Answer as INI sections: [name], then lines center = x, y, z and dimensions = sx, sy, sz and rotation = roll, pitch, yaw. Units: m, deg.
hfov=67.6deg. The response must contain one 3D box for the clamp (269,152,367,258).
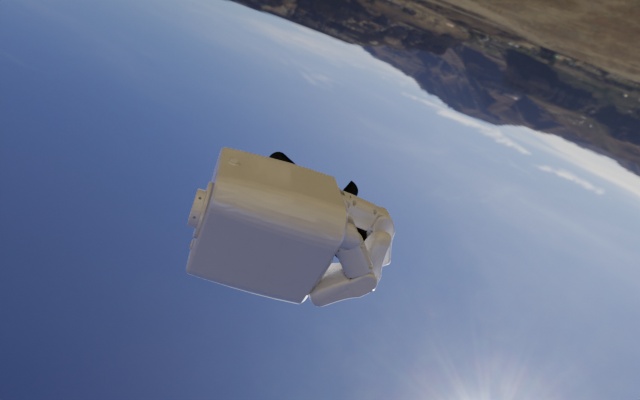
[clamp]
center = 0.000, 0.002, 0.509
dimensions = 0.120, 0.039, 0.171
rotation = 18, 21, -16
